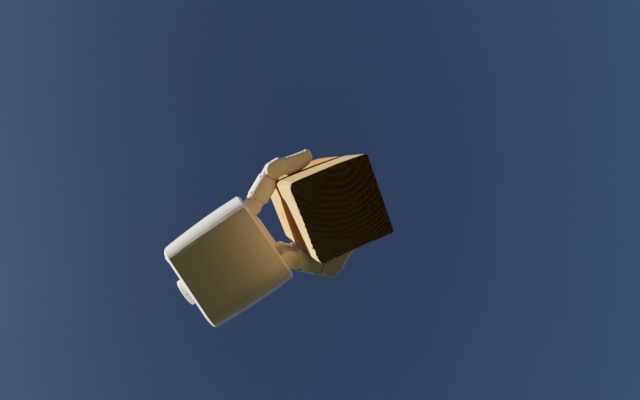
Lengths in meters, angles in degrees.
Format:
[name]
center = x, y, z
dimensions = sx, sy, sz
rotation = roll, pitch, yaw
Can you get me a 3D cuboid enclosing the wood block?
[wood block]
center = 0.000, 0.002, 0.585
dimensions = 0.090, 0.091, 0.206
rotation = -23, 9, -11
